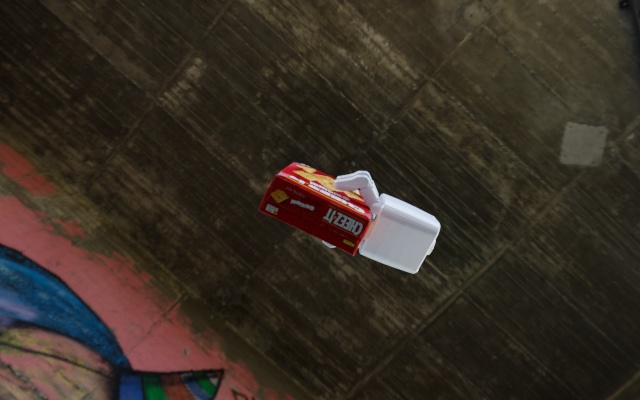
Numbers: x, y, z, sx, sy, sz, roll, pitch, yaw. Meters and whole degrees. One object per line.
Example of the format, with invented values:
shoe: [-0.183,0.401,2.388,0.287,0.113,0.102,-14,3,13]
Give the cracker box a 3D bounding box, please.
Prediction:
cracker box: [0.000,0.003,0.821,0.164,0.072,0.213,25,11,0]
